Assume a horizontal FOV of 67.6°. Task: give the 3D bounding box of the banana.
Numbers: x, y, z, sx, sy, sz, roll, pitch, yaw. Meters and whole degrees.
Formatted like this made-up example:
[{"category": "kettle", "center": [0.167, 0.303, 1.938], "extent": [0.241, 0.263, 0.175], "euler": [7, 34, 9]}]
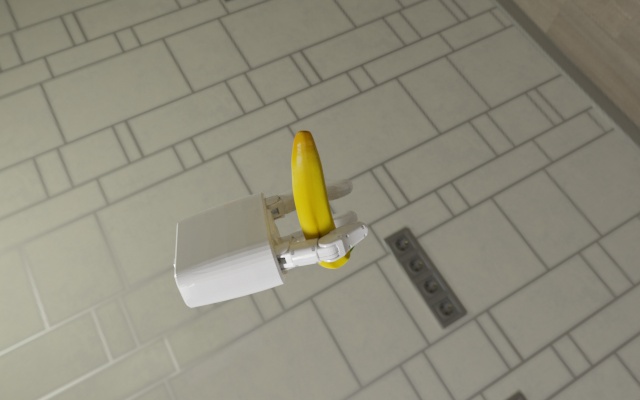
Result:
[{"category": "banana", "center": [0.000, 0.018, 0.523], "extent": [0.037, 0.069, 0.198], "euler": [-7, -44, 14]}]
